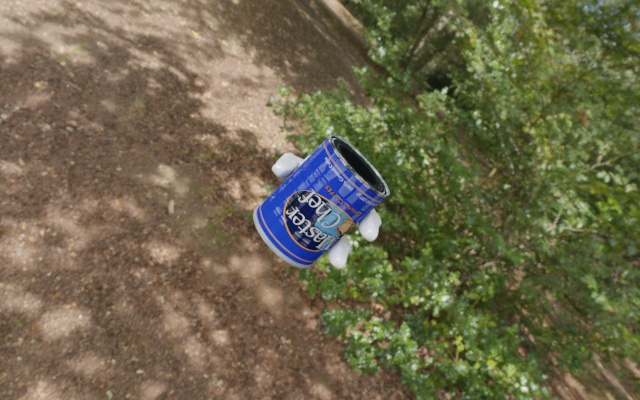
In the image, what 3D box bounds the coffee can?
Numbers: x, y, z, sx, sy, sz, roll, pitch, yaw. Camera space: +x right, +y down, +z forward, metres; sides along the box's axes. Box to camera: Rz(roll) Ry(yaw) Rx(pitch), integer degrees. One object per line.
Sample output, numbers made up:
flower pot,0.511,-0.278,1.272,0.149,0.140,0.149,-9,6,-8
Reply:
coffee can,0.000,0.002,0.595,0.140,0.102,0.103,-43,-17,18
